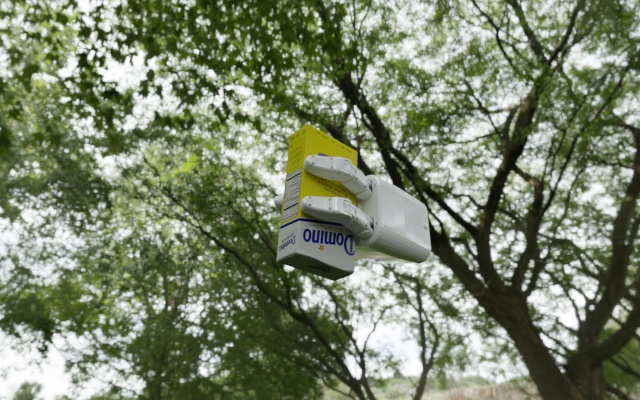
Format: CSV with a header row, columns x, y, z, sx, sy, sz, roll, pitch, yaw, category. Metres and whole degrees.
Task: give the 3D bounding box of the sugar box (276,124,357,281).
x,y,z,sx,sy,sz,roll,pitch,yaw,category
0.001,0.002,0.592,0.093,0.176,0.048,24,-36,-35,sugar box
